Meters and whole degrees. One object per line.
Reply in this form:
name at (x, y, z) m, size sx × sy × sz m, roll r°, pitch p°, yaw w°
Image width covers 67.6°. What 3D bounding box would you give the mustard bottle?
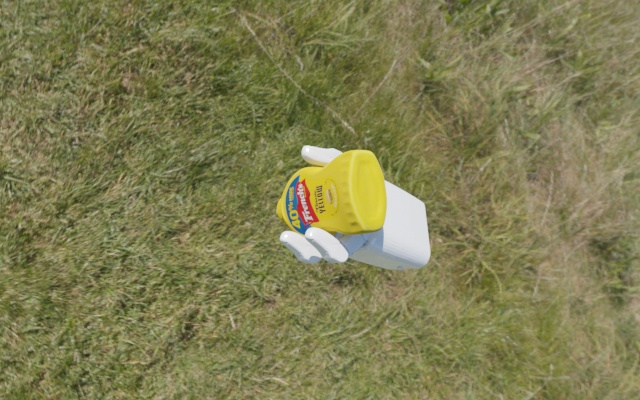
mustard bottle at (0.000, 0.002, 0.611) m, size 0.058 × 0.096 × 0.191 m, roll -6°, pitch -5°, yaw -36°
